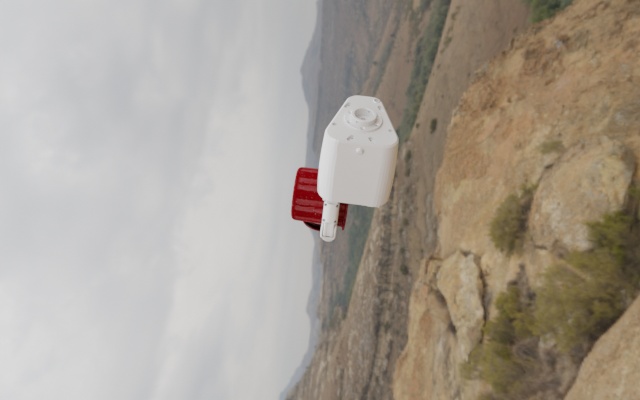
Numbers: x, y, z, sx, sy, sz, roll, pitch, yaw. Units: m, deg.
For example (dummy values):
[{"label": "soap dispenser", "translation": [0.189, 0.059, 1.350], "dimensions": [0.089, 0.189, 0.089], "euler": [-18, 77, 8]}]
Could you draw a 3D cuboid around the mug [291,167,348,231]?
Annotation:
[{"label": "mug", "translation": [0.000, 0.003, 0.731], "dimensions": [0.081, 0.093, 0.117], "euler": [8, -45, 1]}]
